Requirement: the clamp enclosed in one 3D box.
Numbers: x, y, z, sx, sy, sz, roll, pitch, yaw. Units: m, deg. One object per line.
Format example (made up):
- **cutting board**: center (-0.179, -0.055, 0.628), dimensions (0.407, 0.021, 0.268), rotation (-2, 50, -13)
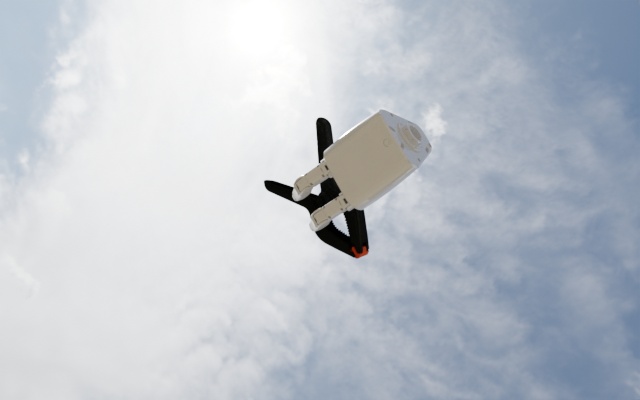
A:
- **clamp**: center (0.001, 0.003, 0.736), dimensions (0.165, 0.210, 0.036), rotation (-37, -15, 36)
